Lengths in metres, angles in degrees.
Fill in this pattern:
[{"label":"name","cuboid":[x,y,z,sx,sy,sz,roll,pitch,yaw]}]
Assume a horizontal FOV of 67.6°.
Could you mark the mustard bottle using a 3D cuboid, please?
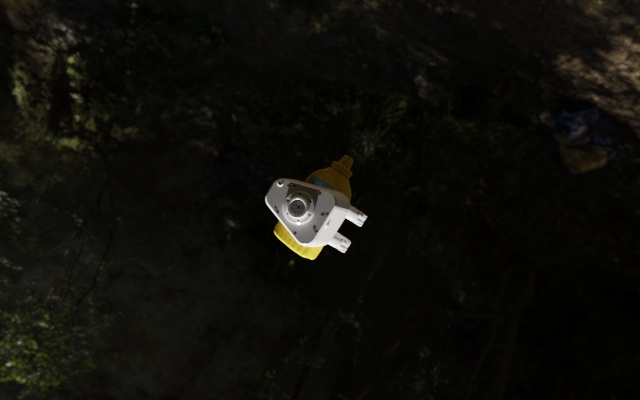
[{"label":"mustard bottle","cuboid":[0.000,0.003,0.860,0.096,0.191,0.058,35,5,37]}]
